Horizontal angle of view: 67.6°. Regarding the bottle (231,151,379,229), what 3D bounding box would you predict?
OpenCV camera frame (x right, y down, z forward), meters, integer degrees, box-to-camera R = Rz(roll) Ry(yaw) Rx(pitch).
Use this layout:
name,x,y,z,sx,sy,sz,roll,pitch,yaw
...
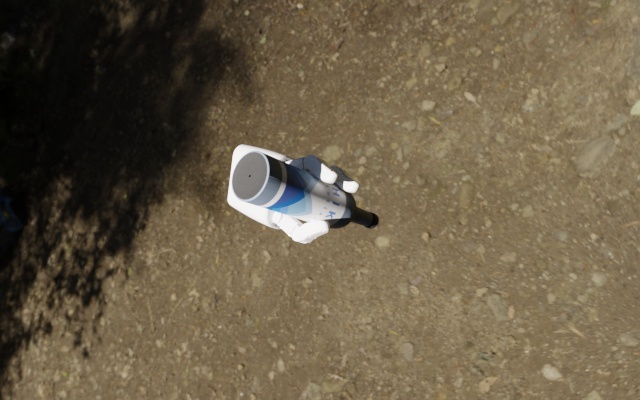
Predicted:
name,x,y,z,sx,sy,sz,roll,pitch,yaw
bottle,0.000,0.002,0.707,0.069,0.069,0.296,0,-13,38
